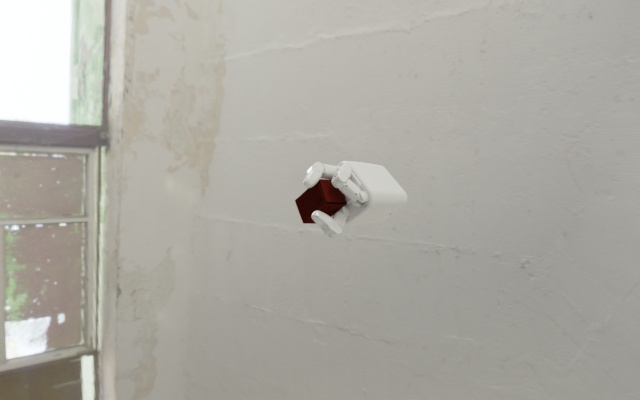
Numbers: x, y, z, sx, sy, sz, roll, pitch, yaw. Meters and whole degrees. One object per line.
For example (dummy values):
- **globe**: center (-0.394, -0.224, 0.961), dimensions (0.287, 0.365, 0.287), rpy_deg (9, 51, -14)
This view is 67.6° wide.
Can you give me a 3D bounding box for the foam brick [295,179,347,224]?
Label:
- **foam brick**: center (0.000, 0.003, 0.879), dimensions (0.051, 0.053, 0.078), rpy_deg (1, -30, -40)
